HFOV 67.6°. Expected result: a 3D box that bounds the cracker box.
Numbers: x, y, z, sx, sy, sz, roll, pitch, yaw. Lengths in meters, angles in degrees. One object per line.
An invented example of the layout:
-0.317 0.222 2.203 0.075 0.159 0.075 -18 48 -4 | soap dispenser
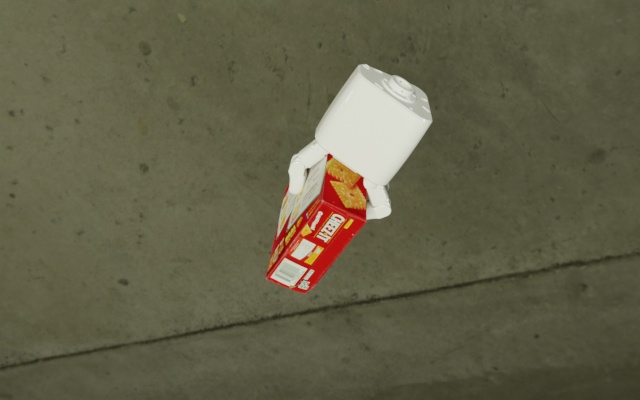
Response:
0.000 0.002 0.690 0.072 0.164 0.213 26 36 -14 | cracker box
